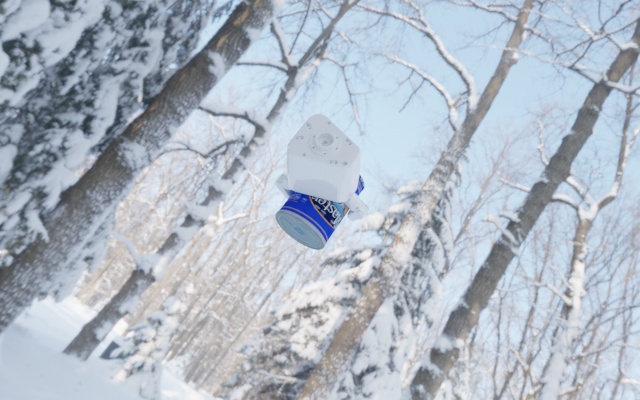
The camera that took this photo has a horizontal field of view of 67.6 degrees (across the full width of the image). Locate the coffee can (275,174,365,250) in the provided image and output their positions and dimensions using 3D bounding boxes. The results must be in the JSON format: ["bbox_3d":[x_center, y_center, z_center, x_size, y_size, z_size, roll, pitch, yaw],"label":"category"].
[{"bbox_3d":[0.000,0.003,0.856,0.103,0.140,0.103,29,-25,15],"label":"coffee can"}]
